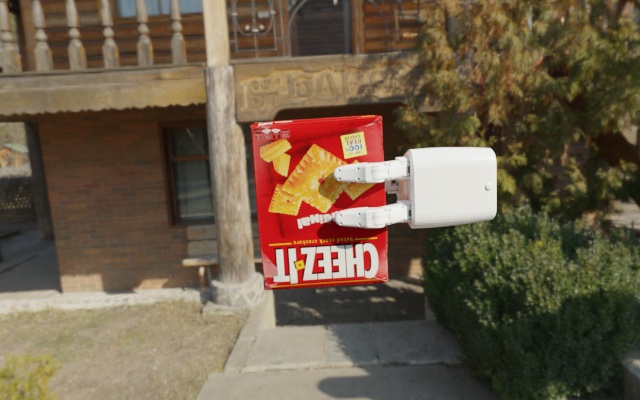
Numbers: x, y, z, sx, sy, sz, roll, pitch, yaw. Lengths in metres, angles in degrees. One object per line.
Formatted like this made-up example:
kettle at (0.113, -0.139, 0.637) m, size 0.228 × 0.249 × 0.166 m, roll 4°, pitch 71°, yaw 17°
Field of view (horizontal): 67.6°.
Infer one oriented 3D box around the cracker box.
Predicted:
cracker box at (0.000, 0.002, 0.620) m, size 0.164 × 0.214 × 0.072 m, roll -4°, pitch 9°, yaw 0°
